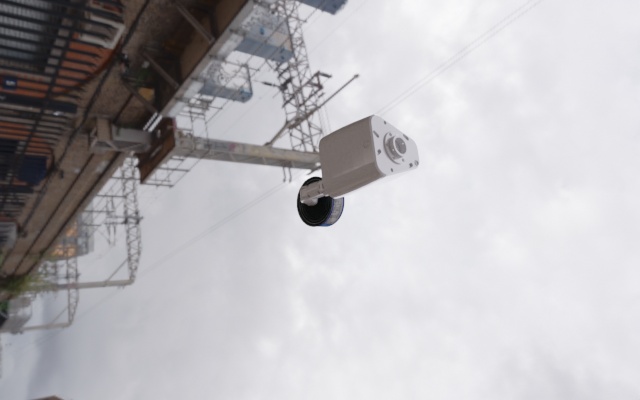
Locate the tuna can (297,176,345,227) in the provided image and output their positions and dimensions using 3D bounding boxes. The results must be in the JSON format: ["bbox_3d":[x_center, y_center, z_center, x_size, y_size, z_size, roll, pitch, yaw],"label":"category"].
[{"bbox_3d":[0.000,0.003,0.812,0.086,0.086,0.034,0,-3,45],"label":"tuna can"}]
